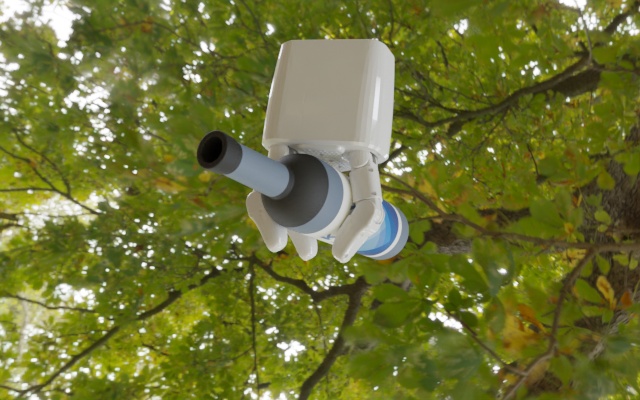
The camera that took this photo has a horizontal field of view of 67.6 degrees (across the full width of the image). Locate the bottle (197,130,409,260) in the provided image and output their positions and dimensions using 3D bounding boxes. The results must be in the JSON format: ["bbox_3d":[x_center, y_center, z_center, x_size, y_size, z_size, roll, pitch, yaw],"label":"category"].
[{"bbox_3d":[0.000,0.002,0.440,0.069,0.069,0.296,0,-14,31],"label":"bottle"}]
